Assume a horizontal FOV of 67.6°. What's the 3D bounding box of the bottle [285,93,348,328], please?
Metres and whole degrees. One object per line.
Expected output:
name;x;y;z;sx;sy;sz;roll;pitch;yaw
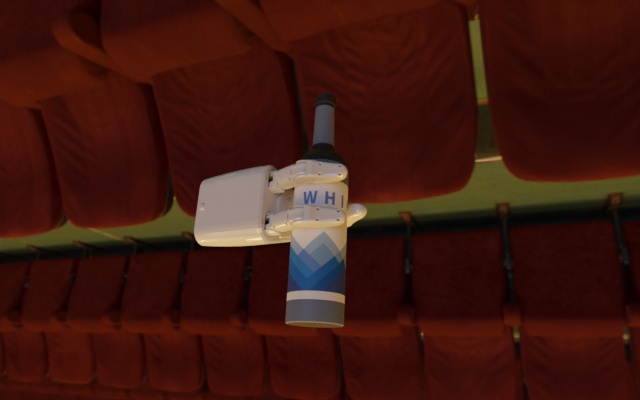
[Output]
bottle;0.000;0.002;0.588;0.069;0.295;0.069;3;-19;1
